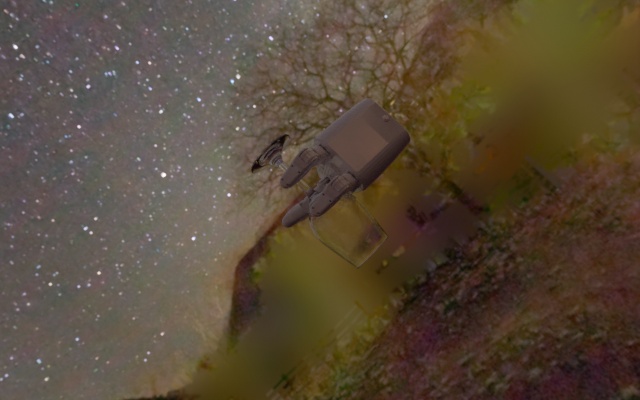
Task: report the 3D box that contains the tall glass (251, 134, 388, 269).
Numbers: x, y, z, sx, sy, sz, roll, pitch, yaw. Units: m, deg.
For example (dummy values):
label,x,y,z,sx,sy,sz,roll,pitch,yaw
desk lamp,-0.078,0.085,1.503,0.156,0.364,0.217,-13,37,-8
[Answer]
label,x,y,z,sx,sy,sz,roll,pitch,yaw
tall glass,-0.001,0.002,0.659,0.201,0.079,0.079,44,7,8
